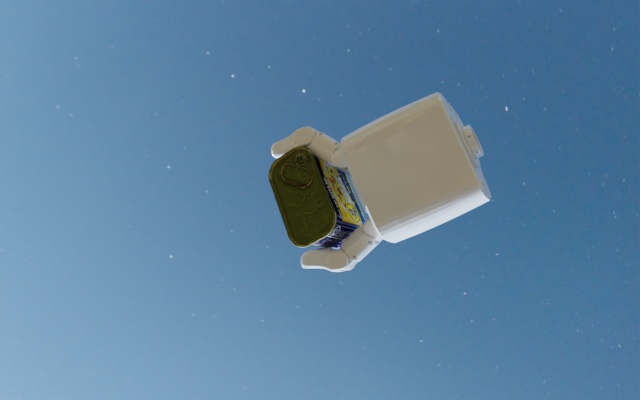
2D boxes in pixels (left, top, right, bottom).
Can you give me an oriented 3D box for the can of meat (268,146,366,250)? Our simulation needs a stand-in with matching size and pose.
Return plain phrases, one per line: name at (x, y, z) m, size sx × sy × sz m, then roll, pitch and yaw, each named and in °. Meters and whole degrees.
can of meat at (0.000, 0.002, 0.515) m, size 0.057 × 0.102 × 0.084 m, roll -30°, pitch -23°, yaw 22°
